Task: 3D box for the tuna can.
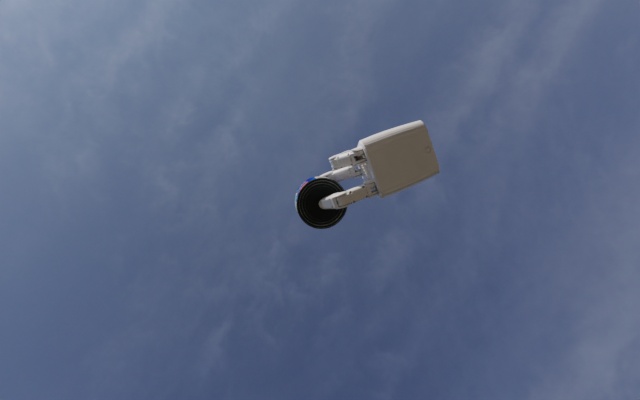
[{"bbox_3d":[0.000,0.003,0.799,0.086,0.086,0.033,0,9,-11],"label":"tuna can"}]
